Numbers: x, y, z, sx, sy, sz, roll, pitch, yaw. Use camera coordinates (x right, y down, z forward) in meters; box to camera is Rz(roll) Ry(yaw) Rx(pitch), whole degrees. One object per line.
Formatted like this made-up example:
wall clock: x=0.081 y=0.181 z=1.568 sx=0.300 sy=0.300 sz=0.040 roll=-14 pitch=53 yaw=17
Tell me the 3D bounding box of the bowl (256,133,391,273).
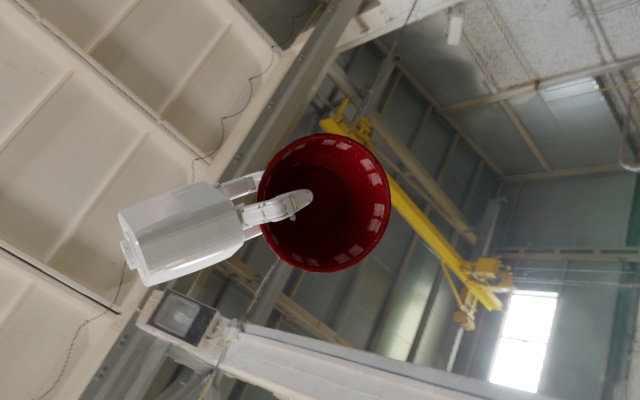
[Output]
bowl: x=0.001 y=0.002 z=0.571 sx=0.162 sy=0.162 sz=0.055 roll=0 pitch=5 yaw=-15
